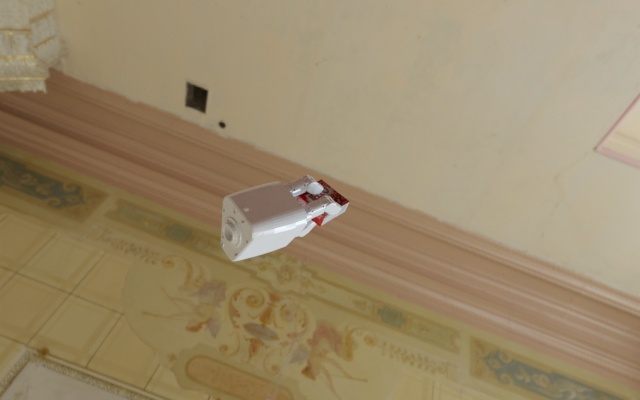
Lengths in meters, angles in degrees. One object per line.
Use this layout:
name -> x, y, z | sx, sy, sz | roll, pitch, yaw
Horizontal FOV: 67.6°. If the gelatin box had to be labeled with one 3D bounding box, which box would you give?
gelatin box -> 0.000, 0.003, 0.883 | 0.073, 0.030, 0.089 | 39, 36, 18
